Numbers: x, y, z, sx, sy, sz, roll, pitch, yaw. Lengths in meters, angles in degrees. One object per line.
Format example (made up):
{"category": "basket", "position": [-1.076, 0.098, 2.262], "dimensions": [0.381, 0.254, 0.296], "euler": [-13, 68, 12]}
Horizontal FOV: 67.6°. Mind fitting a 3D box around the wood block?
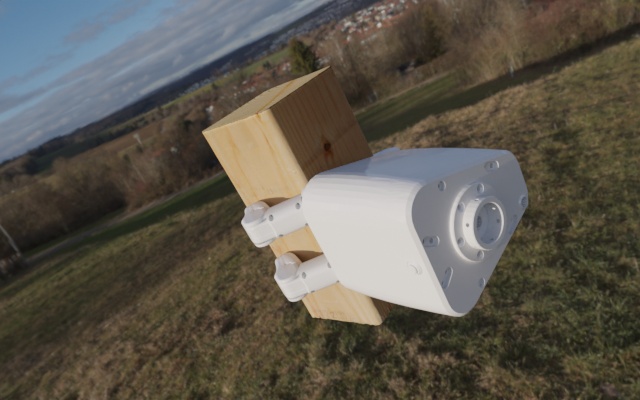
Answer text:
{"category": "wood block", "position": [0.000, 0.001, 0.430], "dimensions": [0.090, 0.206, 0.090], "euler": [-7, 28, 44]}
